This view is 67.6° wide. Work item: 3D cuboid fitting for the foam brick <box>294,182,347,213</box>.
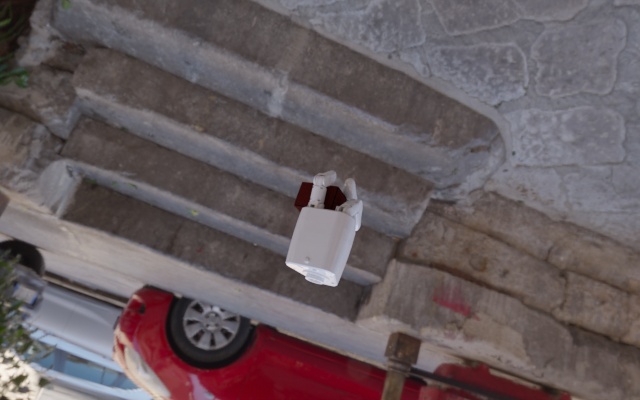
[{"bbox_3d":[0.000,0.003,0.882,0.078,0.051,0.053,9,-22,27],"label":"foam brick"}]
